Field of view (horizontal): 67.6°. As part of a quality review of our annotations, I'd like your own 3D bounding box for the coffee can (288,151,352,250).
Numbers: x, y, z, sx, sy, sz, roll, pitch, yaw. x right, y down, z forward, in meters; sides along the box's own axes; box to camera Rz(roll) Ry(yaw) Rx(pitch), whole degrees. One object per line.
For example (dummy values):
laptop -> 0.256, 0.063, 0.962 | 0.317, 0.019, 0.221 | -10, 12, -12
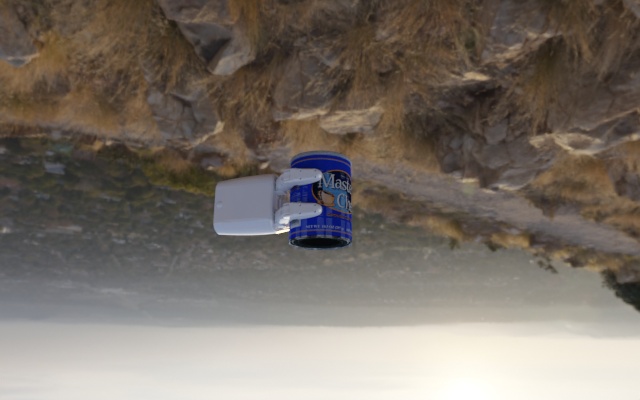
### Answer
coffee can -> 0.000, 0.002, 0.778 | 0.103, 0.140, 0.103 | 0, -17, 0
